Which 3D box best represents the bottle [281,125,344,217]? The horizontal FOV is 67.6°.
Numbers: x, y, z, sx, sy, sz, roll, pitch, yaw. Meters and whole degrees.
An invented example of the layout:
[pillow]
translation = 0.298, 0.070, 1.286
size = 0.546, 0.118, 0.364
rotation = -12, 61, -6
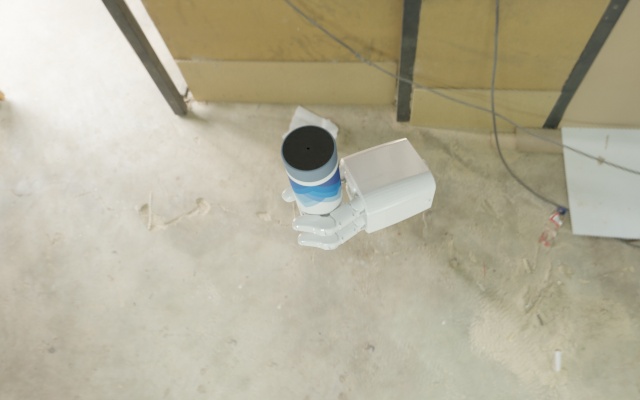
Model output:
[bottle]
translation = 0.000, 0.002, 0.693
size = 0.069, 0.069, 0.296
rotation = 0, -26, 6
